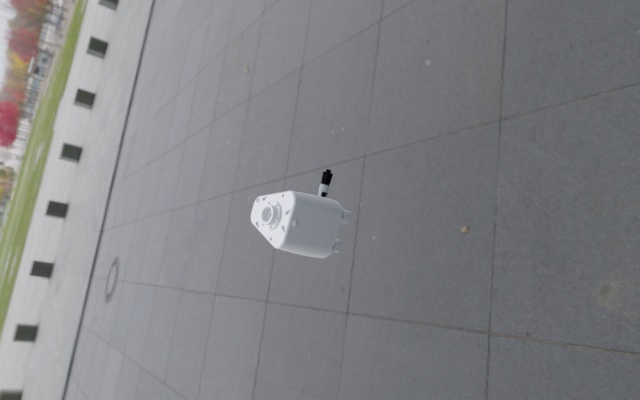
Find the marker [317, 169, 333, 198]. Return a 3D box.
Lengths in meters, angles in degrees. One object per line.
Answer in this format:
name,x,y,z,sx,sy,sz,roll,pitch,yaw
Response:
marker,0.000,0.003,0.862,0.020,0.121,0.020,15,0,0
